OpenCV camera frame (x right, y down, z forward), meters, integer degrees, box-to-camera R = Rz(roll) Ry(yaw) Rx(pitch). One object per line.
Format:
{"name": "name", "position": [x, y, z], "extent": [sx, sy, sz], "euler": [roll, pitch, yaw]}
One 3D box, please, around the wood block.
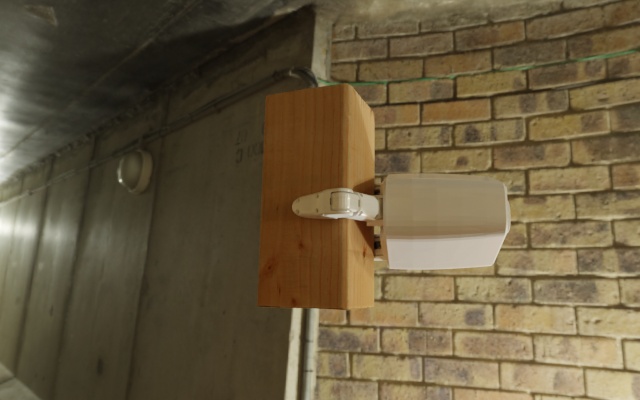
{"name": "wood block", "position": [0.000, 0.002, 0.478], "extent": [0.090, 0.206, 0.091], "euler": [-3, -11, 22]}
